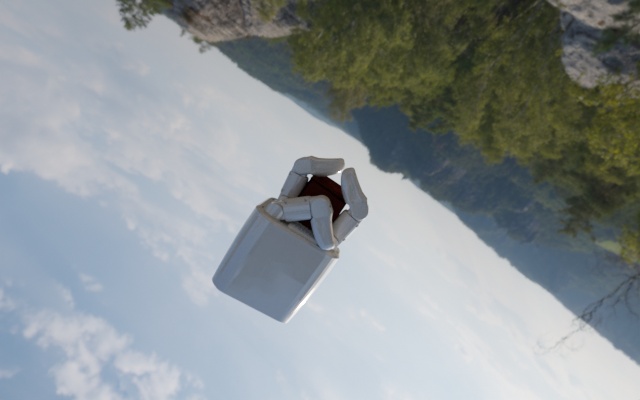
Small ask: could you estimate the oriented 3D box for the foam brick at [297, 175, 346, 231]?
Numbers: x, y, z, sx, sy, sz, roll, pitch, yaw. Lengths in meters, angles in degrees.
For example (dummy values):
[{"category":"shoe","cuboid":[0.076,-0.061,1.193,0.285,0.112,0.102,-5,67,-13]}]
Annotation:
[{"category":"foam brick","cuboid":[0.000,0.002,0.579,0.053,0.051,0.078,35,11,1]}]
